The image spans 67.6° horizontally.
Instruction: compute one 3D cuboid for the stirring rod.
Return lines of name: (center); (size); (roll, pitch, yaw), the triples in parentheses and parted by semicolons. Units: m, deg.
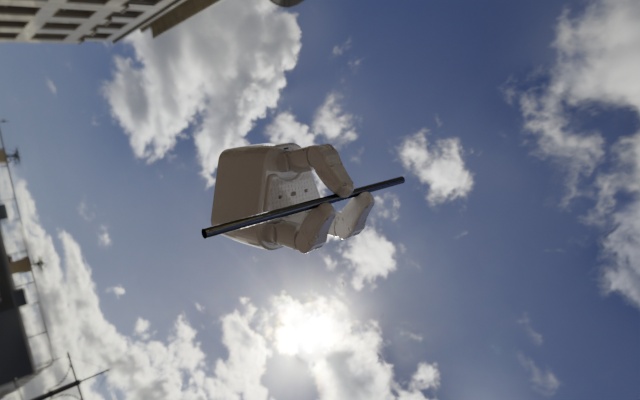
stirring rod: (0.000, 0.001, 0.440); (0.239, 0.011, 0.011); (-15, 10, -41)
